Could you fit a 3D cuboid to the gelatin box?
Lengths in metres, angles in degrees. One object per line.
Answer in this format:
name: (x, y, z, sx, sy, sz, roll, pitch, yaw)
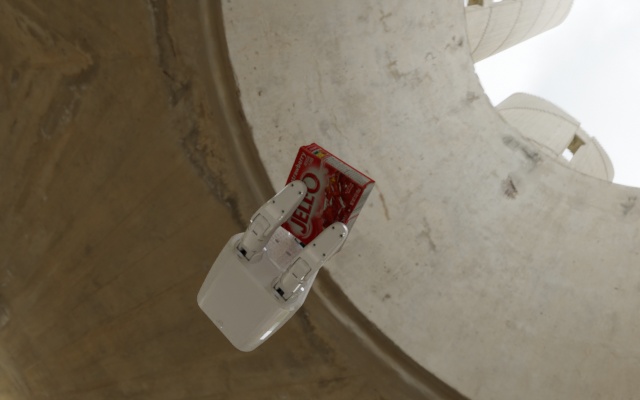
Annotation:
gelatin box: (0.000, 0.001, 0.456, 0.073, 0.089, 0.030, 35, 31, 17)
